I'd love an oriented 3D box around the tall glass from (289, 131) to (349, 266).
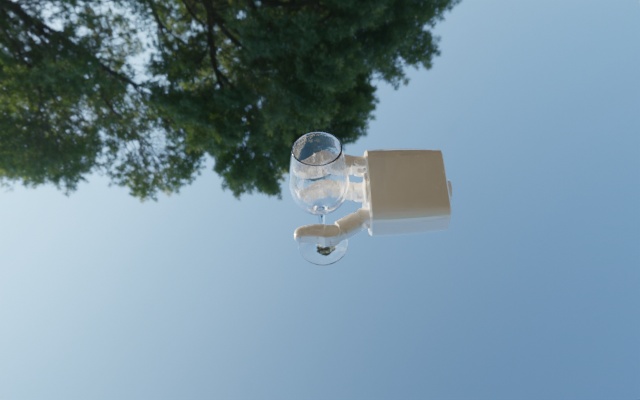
[{"bbox_3d":[0.000,0.003,0.644,0.079,0.079,0.201,0,-40,4],"label":"tall glass"}]
